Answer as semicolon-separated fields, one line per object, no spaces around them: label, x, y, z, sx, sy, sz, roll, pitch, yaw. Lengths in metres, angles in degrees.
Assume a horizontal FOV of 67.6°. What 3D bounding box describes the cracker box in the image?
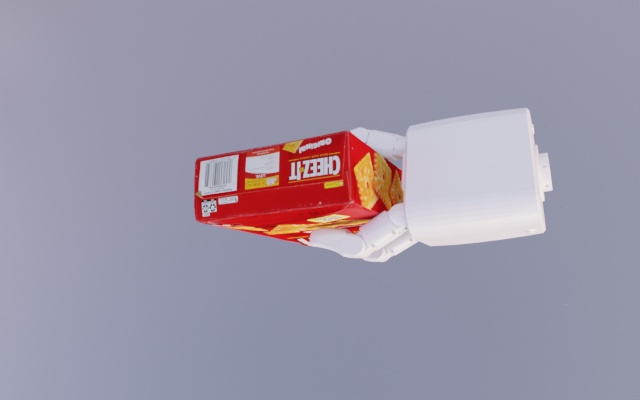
cracker box;0.000;0.001;0.504;0.164;0.072;0.214;-7;-14;26
